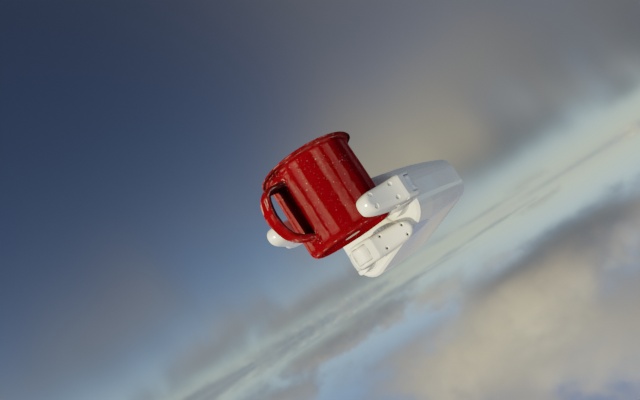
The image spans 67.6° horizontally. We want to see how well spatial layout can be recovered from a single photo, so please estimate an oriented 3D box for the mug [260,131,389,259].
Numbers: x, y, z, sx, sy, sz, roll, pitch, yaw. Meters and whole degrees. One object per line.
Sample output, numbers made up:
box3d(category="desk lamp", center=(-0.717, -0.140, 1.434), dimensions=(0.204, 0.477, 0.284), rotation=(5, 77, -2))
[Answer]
box3d(category="mug", center=(-0.001, 0.002, 0.418), dimensions=(0.117, 0.081, 0.093), rotation=(-20, -17, -46))
